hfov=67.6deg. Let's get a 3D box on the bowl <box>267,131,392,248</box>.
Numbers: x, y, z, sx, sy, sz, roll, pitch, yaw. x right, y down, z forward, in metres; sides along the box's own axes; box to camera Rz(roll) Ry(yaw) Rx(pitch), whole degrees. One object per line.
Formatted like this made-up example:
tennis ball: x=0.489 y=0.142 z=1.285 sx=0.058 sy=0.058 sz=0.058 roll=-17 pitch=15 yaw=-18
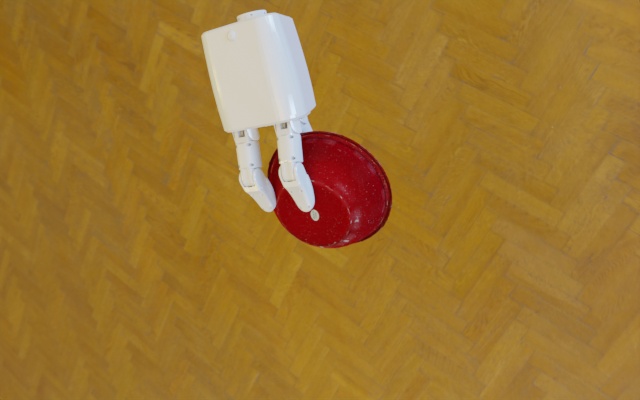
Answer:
bowl: x=0.001 y=0.003 z=0.567 sx=0.162 sy=0.162 sz=0.055 roll=0 pitch=32 yaw=23
